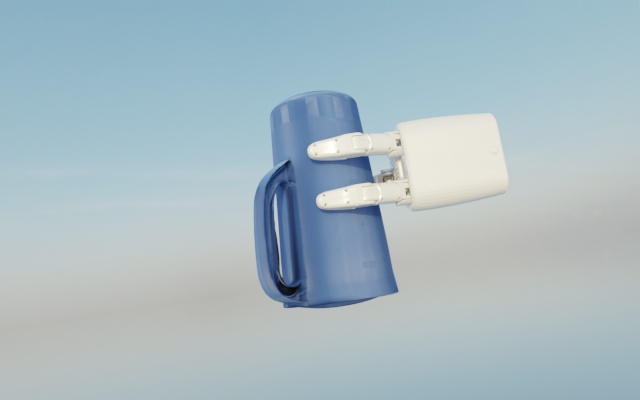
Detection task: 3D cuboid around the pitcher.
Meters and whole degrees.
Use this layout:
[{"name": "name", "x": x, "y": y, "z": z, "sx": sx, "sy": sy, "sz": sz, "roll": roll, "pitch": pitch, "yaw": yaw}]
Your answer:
[{"name": "pitcher", "x": 0.000, "y": 0.002, "z": 0.556, "sx": 0.145, "sy": 0.242, "sz": 0.149, "roll": -9, "pitch": -9, "yaw": 2}]
